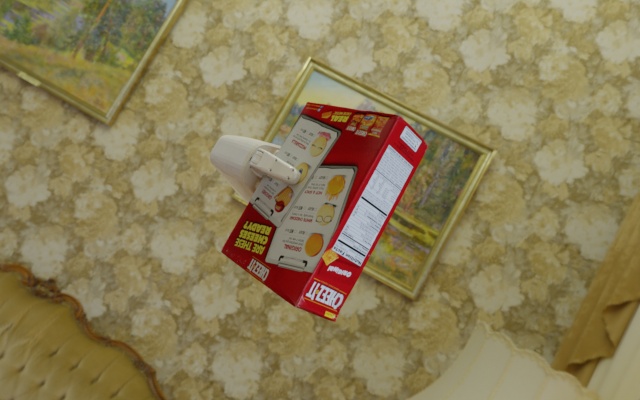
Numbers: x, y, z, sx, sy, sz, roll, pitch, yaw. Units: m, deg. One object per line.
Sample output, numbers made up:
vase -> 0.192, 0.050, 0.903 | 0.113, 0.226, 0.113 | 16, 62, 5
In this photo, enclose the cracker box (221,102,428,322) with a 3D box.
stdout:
cracker box -> 0.000, 0.002, 0.537 | 0.072, 0.213, 0.164 | 33, -7, -39
